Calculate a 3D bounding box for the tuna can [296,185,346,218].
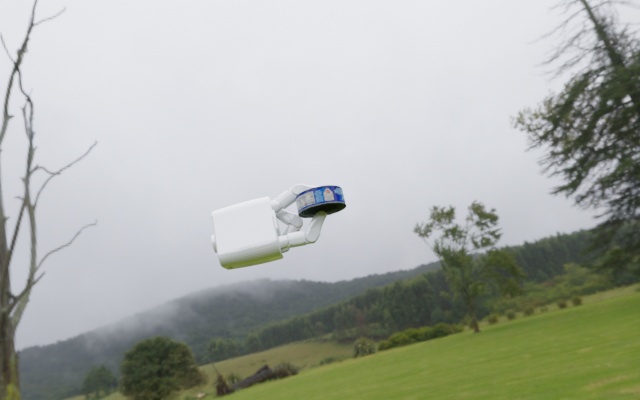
[{"bbox_3d":[0.000,0.002,0.834,0.086,0.033,0.086,-11,-15,-3],"label":"tuna can"}]
